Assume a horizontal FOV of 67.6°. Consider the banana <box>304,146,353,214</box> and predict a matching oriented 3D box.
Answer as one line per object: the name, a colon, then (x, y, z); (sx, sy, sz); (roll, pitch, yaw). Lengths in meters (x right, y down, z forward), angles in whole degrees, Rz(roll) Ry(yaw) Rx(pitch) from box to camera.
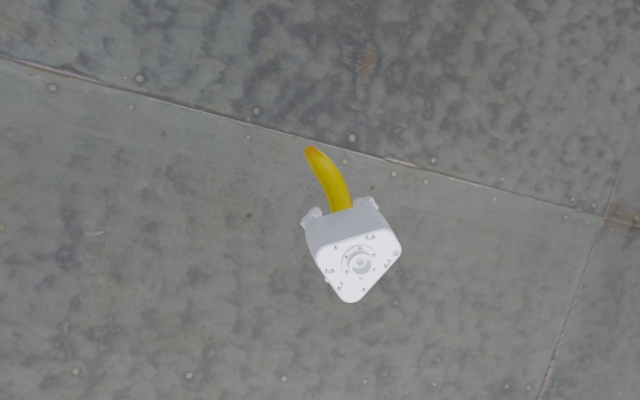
banana: (0.019, 0.004, 0.791); (0.069, 0.198, 0.037); (-5, 16, 10)
